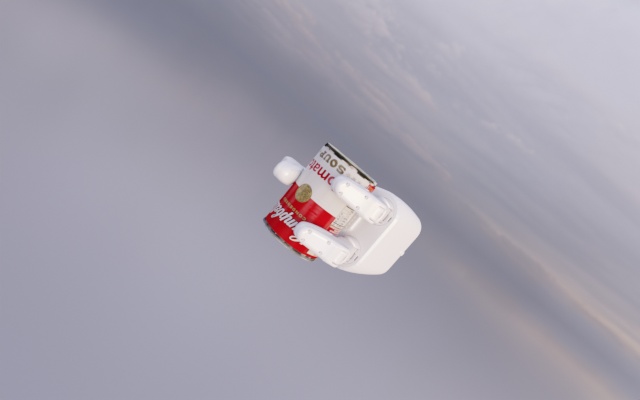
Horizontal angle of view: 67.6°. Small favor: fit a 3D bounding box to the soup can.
[{"bbox_3d":[0.000,0.001,0.480,0.068,0.102,0.068,39,7,-6],"label":"soup can"}]
